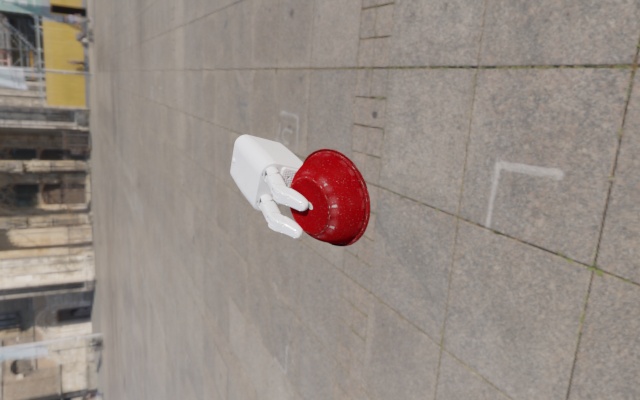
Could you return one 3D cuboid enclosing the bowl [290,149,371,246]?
[{"bbox_3d":[0.001,0.003,0.750,0.055,0.162,0.162,-19,13,-42],"label":"bowl"}]
